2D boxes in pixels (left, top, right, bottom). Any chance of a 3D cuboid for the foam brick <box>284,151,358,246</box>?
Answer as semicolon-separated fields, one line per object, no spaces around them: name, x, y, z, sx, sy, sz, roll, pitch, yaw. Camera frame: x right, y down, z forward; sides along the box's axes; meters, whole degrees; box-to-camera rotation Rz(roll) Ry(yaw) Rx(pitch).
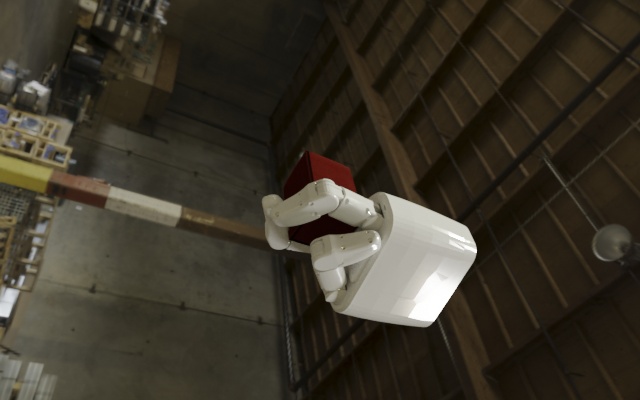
foam brick;0.000;0.001;0.459;0.051;0.078;0.053;18;-52;-25
